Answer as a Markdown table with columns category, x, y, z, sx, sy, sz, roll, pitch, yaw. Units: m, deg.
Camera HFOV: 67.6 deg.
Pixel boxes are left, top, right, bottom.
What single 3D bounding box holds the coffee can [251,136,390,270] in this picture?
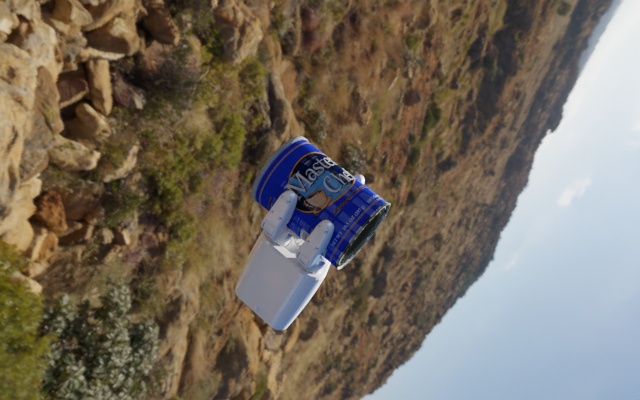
| category | x | y | z | sx | sy | sz | roll | pitch | yaw |
| --- | --- | --- | --- | --- | --- | --- | --- | --- | --- |
| coffee can | 0.000 | 0.002 | 0.593 | 0.140 | 0.103 | 0.103 | 39 | 11 | 14 |
